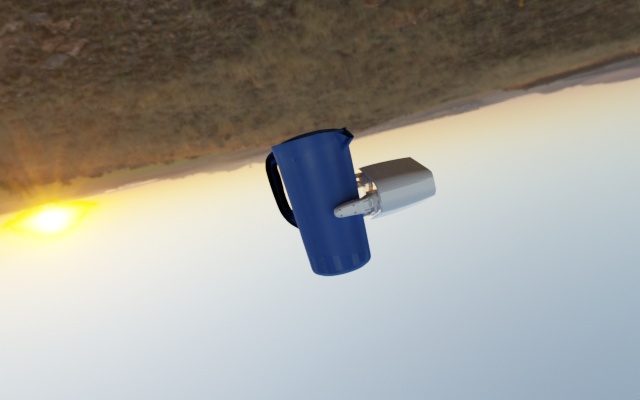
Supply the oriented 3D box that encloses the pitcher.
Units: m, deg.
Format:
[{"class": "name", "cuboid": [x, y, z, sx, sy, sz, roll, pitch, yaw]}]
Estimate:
[{"class": "pitcher", "cuboid": [0.000, 0.003, 0.832, 0.145, 0.243, 0.149, -16, 7, -11]}]
